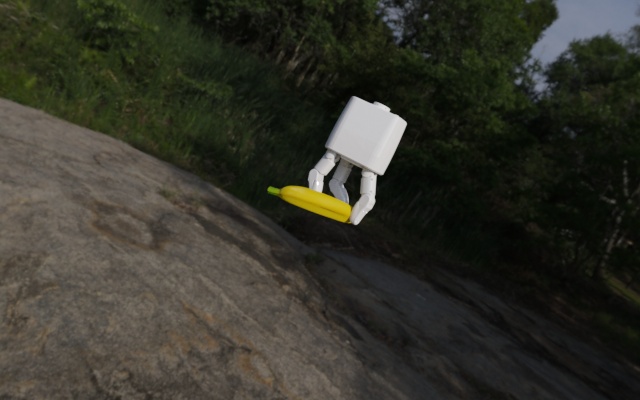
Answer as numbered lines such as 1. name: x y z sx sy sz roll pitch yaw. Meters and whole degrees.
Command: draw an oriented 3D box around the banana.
1. banana: 0.006 0.007 0.852 0.198 0.037 0.069 21 5 -31
